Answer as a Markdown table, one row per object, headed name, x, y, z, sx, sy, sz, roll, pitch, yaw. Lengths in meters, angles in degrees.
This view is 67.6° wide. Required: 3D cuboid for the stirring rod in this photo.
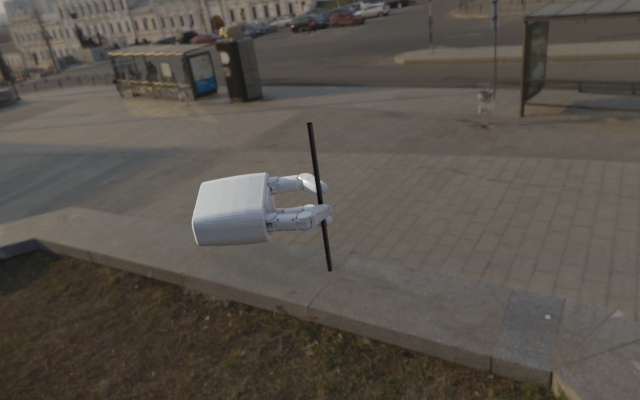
| name | x | y | z | sx | sy | sz | roll | pitch | yaw |
| --- | --- | --- | --- | --- | --- | --- | --- | --- | --- |
| stirring rod | 0.000 | 0.002 | 0.703 | 0.011 | 0.240 | 0.011 | -7 | 25 | 3 |
